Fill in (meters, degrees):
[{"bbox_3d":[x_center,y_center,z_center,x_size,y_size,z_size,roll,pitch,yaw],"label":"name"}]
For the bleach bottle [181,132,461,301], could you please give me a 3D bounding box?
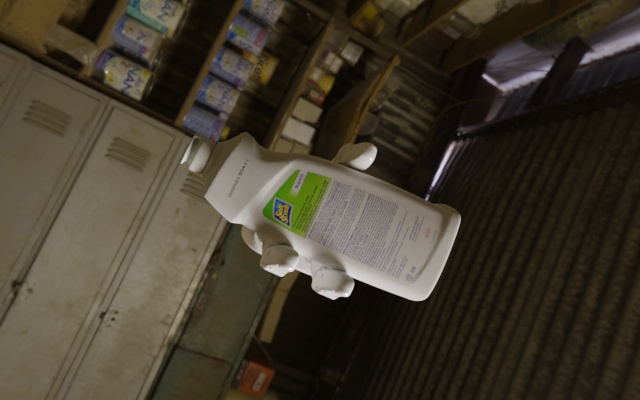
[{"bbox_3d":[0.000,0.002,0.437,0.251,0.102,0.068,26,-9,-15],"label":"bleach bottle"}]
